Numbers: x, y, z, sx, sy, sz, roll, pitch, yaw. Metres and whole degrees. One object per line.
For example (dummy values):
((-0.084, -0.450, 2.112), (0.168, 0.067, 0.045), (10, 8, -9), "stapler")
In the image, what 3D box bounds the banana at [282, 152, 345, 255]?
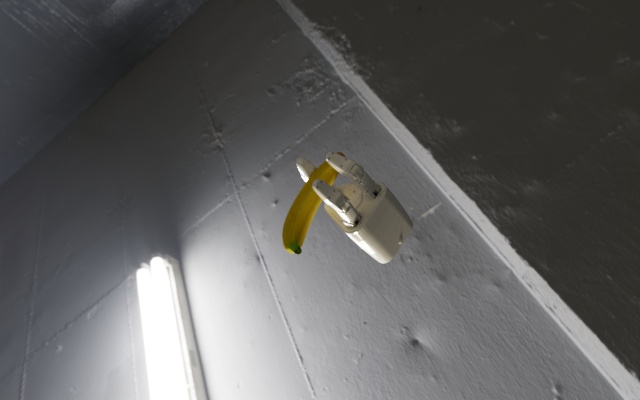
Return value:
((-0.015, 0.008, 0.722), (0.069, 0.197, 0.037), (-14, -48, 42), "banana")
